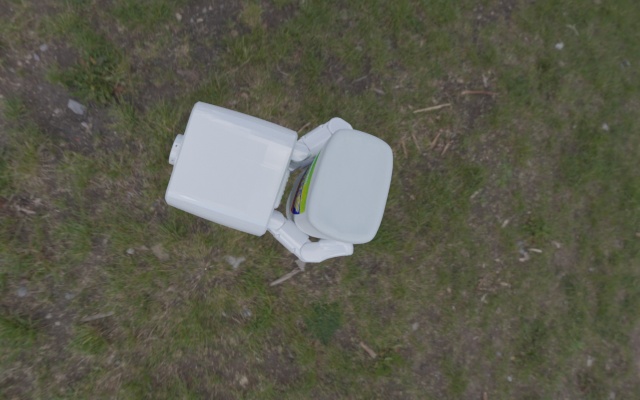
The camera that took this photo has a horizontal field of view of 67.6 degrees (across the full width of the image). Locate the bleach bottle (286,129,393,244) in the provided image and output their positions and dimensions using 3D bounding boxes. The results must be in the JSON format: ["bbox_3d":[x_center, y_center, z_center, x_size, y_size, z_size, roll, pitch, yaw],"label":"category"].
[{"bbox_3d":[0.000,0.002,0.527,0.068,0.102,0.251,18,-12,-10],"label":"bleach bottle"}]
